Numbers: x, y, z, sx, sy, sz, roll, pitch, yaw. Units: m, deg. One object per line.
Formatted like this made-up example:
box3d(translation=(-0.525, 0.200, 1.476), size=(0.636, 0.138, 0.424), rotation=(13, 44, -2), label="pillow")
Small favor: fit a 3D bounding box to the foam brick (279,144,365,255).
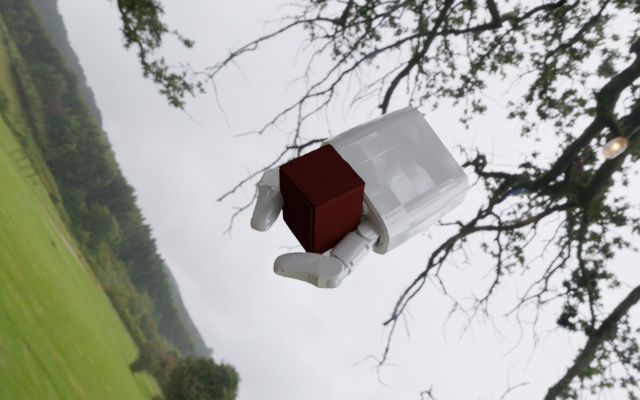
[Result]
box3d(translation=(0.000, 0.001, 0.408), size=(0.051, 0.053, 0.078), rotation=(-27, -32, -20), label="foam brick")
